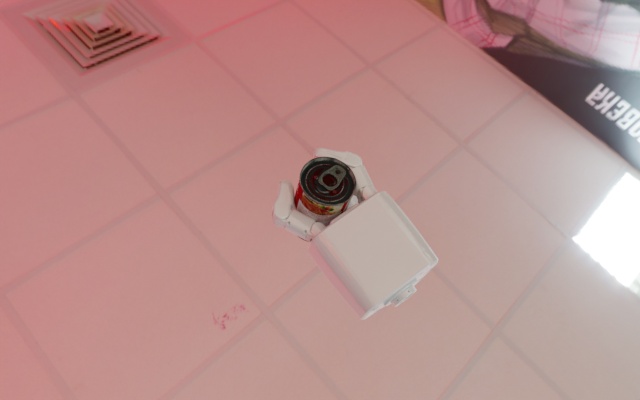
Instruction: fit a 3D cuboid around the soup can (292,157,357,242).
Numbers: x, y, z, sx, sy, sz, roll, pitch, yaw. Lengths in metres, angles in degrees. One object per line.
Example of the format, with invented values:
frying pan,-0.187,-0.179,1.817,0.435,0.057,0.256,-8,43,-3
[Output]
soup can,0.000,0.002,0.597,0.068,0.068,0.102,0,-30,-12
